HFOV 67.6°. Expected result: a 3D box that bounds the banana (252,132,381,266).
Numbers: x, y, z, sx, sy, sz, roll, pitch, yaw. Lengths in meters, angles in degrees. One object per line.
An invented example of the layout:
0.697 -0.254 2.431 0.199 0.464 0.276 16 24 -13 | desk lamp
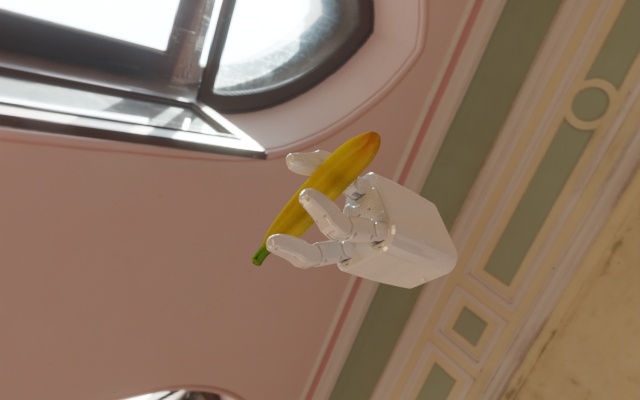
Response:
-0.001 -0.005 0.513 0.037 0.198 0.069 36 24 -14 | banana
